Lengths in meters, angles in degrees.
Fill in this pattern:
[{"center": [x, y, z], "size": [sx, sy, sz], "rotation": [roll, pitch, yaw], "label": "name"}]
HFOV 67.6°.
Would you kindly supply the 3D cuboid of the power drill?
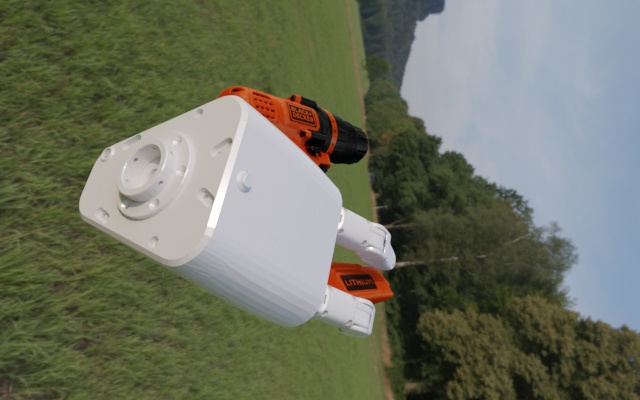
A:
[{"center": [0.000, 0.002, 0.411], "size": [0.057, 0.187, 0.184], "rotation": [-30, -22, 36], "label": "power drill"}]
